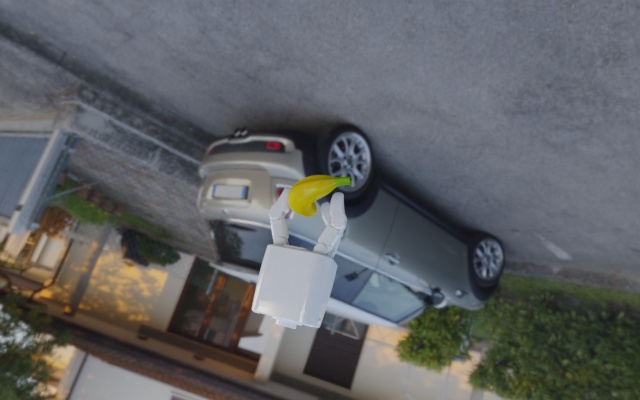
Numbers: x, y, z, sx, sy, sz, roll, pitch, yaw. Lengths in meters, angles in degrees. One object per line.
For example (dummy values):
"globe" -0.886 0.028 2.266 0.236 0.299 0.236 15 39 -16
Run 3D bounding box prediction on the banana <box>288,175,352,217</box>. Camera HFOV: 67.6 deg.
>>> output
"banana" -0.017 -0.003 0.729 0.069 0.037 0.198 15 -16 -13
